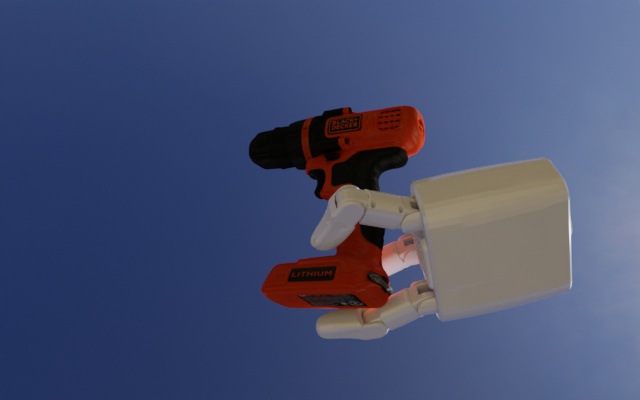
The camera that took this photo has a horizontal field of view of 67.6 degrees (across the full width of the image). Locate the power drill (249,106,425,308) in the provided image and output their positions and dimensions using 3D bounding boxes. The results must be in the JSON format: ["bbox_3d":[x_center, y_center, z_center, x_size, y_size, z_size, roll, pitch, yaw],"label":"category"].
[{"bbox_3d":[0.000,0.002,0.439,0.184,0.187,0.057,-6,-28,27],"label":"power drill"}]
